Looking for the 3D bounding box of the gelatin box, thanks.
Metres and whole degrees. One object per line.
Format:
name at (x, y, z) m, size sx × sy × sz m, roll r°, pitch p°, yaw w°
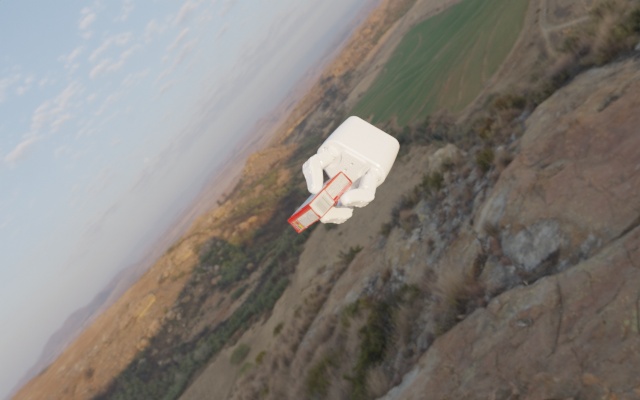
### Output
gelatin box at (0.000, 0.002, 0.719) m, size 0.089 × 0.030 × 0.073 m, roll -47°, pitch 7°, yaw -36°
